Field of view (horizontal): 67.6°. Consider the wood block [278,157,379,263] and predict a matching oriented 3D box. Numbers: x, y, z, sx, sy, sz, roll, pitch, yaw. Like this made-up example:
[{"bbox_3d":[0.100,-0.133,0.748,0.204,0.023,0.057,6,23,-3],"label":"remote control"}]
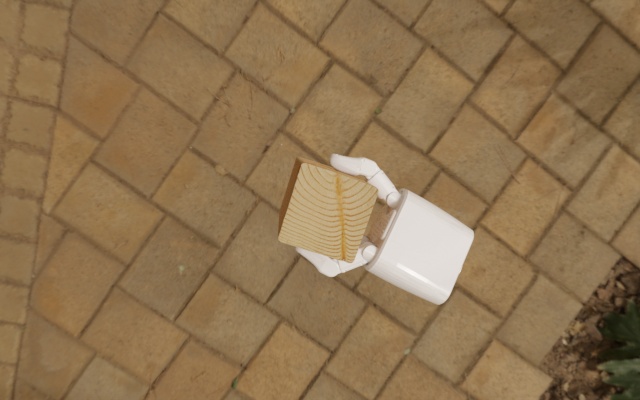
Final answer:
[{"bbox_3d":[0.001,0.002,0.611,0.090,0.091,0.206,18,5,-7],"label":"wood block"}]
